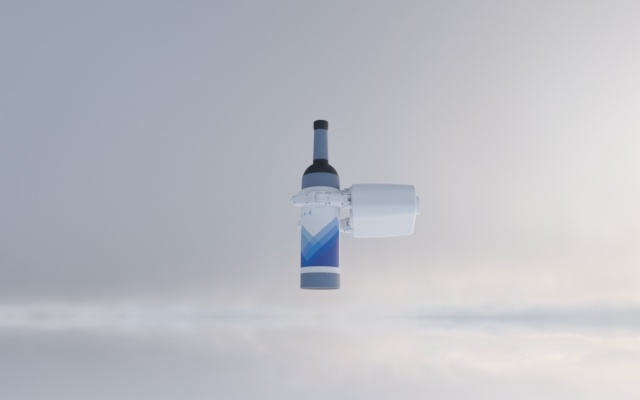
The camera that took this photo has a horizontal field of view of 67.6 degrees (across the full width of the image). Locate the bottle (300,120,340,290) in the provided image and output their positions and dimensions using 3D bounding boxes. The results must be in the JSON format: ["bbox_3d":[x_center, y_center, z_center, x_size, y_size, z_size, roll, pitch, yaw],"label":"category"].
[{"bbox_3d":[0.000,0.003,0.822,0.069,0.295,0.069,0,-14,0],"label":"bottle"}]
